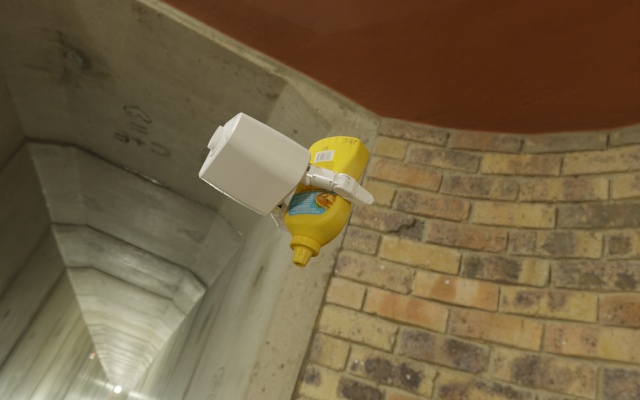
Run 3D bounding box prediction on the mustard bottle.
[{"bbox_3d":[0.000,0.002,0.662,0.096,0.191,0.058,-3,-35,37],"label":"mustard bottle"}]
